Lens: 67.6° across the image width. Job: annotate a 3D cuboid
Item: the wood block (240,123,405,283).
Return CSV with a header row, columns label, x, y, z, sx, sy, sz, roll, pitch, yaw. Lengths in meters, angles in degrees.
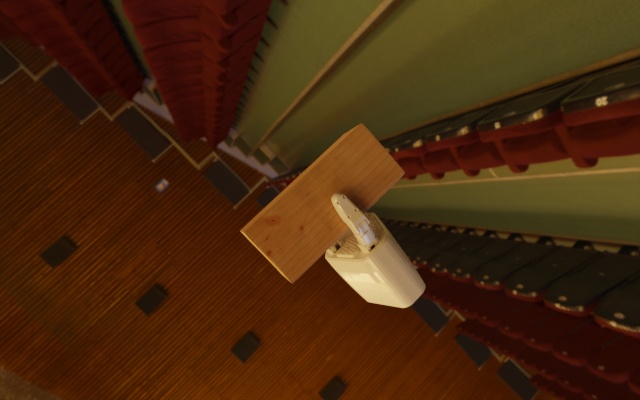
label,x,y,z,sx,sy,sz,roll,pitch,yaw
wood block,0.000,0.002,0.642,0.206,0.090,0.091,-44,8,-10
